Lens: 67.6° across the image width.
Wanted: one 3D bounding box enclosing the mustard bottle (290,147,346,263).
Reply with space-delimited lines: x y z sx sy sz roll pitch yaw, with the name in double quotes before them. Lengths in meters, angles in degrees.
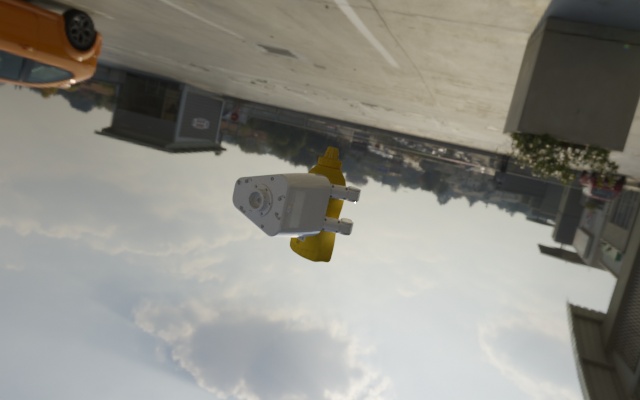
"mustard bottle" 0.000 0.003 0.820 0.058 0.191 0.096 7 10 -32
